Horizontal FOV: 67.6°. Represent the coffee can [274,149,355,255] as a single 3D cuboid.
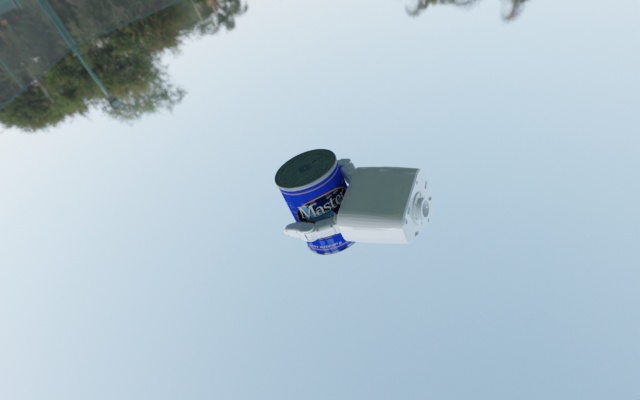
[{"bbox_3d":[0.000,0.002,0.772,0.103,0.140,0.102,-17,33,12],"label":"coffee can"}]
